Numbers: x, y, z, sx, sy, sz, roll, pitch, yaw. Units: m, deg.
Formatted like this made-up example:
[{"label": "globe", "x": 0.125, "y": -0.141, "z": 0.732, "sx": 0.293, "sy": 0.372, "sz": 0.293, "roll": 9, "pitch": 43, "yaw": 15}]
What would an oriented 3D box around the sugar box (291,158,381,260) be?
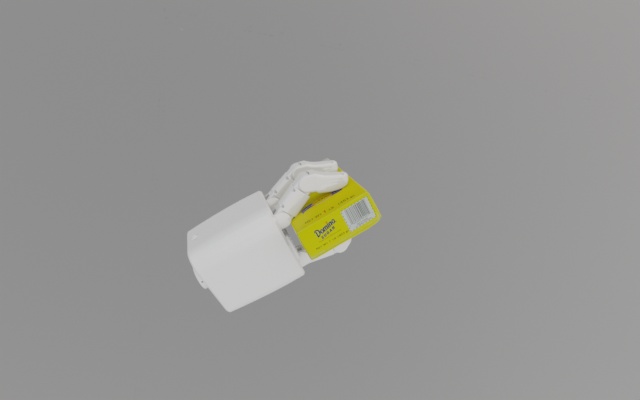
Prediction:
[{"label": "sugar box", "x": 0.000, "y": 0.002, "z": 0.599, "sx": 0.093, "sy": 0.048, "sz": 0.176, "roll": -30, "pitch": 24, "yaw": -5}]
